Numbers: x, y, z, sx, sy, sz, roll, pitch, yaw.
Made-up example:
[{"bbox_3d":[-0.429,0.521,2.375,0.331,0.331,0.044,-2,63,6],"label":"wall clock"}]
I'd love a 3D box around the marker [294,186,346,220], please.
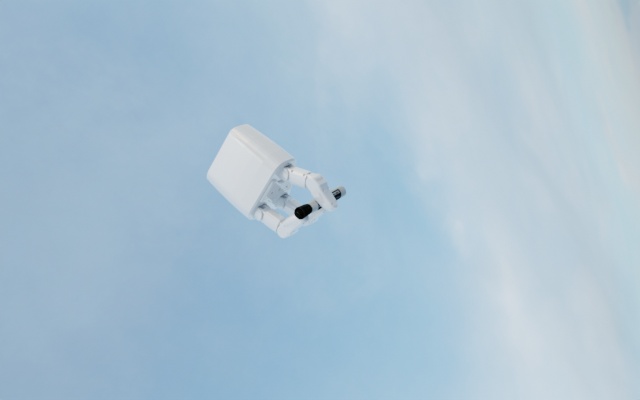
[{"bbox_3d":[0.000,0.002,0.717,0.020,0.020,0.121,0,17,36],"label":"marker"}]
